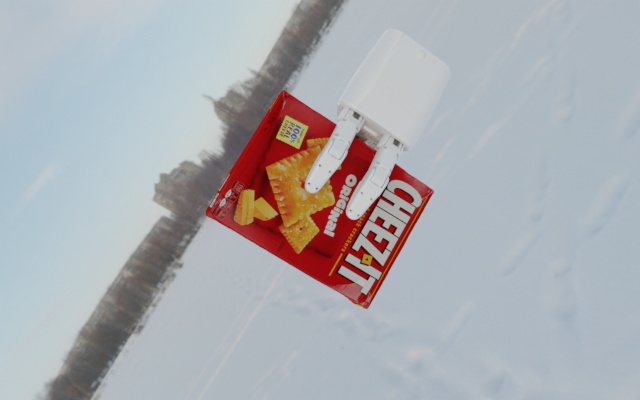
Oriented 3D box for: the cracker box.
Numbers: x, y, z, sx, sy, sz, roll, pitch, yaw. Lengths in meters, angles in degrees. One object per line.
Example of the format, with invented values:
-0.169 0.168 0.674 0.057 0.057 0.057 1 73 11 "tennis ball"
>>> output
0.000 0.002 0.557 0.214 0.164 0.072 32 -7 -10 "cracker box"
